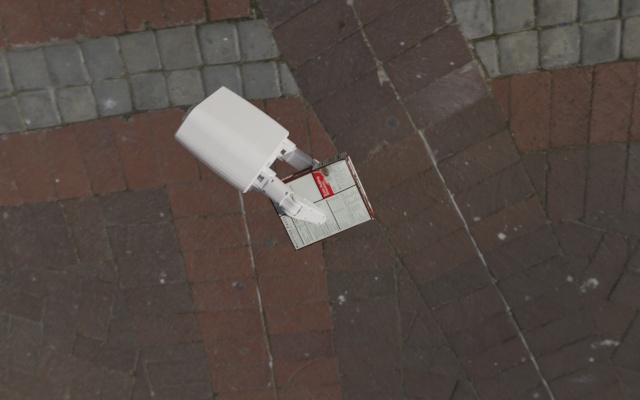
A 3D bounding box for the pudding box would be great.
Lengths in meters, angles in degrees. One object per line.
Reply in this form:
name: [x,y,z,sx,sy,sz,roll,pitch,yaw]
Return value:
pudding box: [0.000,0.002,0.608,0.113,0.090,0.039,-22,14,11]
